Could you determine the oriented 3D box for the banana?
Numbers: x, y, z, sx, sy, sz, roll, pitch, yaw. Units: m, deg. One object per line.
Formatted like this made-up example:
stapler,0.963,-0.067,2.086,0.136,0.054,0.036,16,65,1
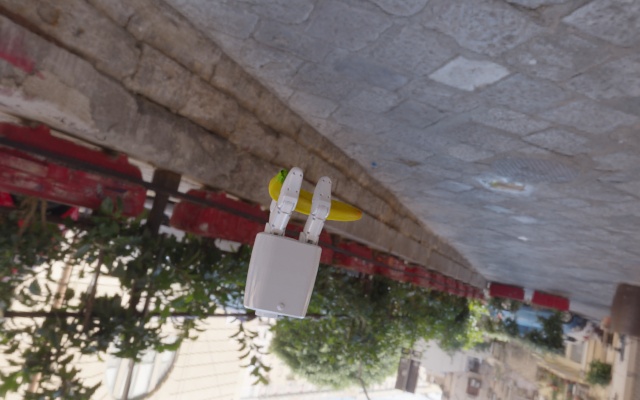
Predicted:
banana,-0.016,0.001,0.746,0.069,0.037,0.198,0,-17,41
